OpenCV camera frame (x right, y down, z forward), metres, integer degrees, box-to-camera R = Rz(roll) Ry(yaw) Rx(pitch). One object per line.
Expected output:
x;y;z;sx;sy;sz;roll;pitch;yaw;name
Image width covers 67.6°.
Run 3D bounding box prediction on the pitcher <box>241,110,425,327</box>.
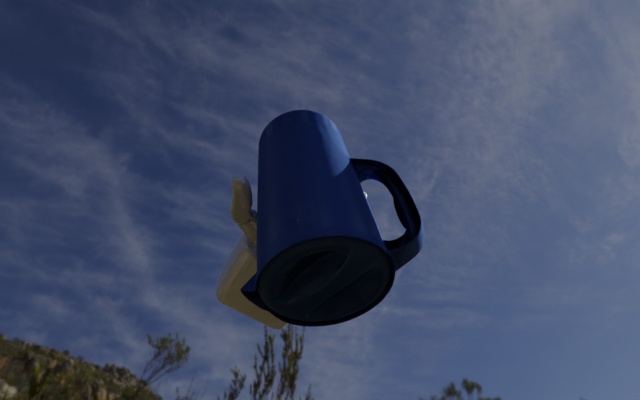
0.000;0.002;0.530;0.149;0.145;0.242;16;37;-23;pitcher
